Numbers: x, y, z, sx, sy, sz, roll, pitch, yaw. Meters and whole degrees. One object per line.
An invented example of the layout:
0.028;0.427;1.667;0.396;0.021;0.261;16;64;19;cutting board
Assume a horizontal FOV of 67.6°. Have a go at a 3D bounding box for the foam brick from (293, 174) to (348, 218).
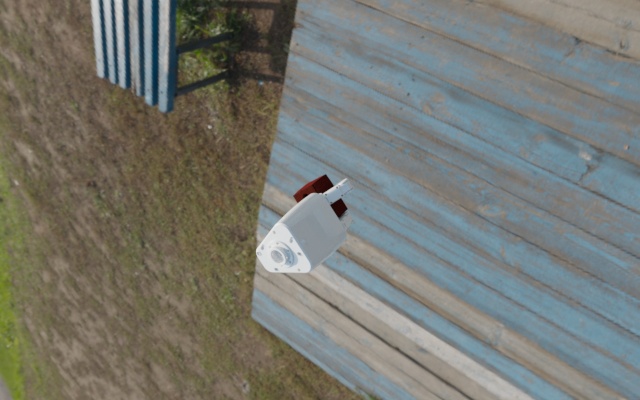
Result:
0.000;0.003;0.848;0.053;0.078;0.051;-28;7;41;foam brick
